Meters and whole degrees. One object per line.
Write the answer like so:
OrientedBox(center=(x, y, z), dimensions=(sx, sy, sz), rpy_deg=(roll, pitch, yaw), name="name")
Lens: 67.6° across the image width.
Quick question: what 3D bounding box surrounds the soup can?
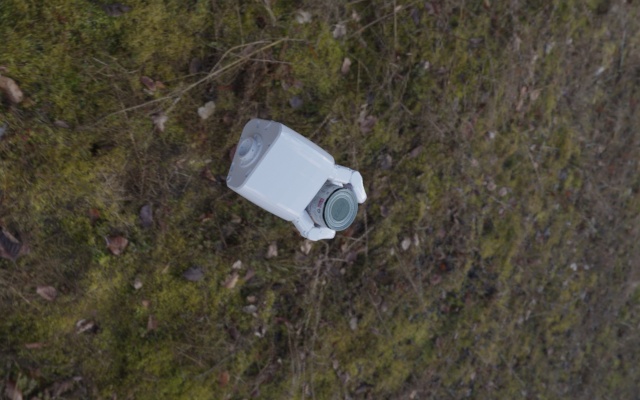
OrientedBox(center=(0.001, 0.003, 0.742), dimensions=(0.068, 0.068, 0.102), rpy_deg=(0, 13, -39), name="soup can")
